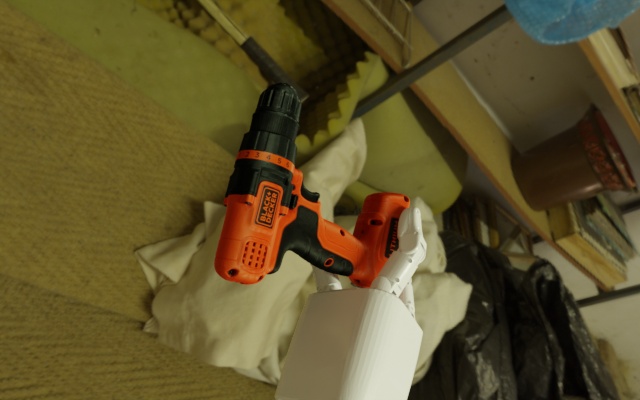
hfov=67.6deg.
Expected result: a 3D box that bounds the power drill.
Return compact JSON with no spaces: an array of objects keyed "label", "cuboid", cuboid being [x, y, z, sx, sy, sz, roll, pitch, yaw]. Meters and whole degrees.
[{"label":"power drill","cuboid":[0.000,0.002,0.460,0.188,0.184,0.057,20,-13,-32]}]
